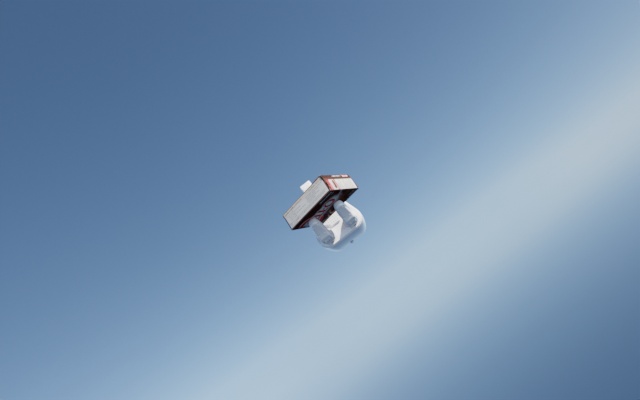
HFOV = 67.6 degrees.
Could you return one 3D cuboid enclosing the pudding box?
[{"bbox_3d":[0.000,0.003,0.840,0.113,0.039,0.090,-48,-22,28],"label":"pudding box"}]
